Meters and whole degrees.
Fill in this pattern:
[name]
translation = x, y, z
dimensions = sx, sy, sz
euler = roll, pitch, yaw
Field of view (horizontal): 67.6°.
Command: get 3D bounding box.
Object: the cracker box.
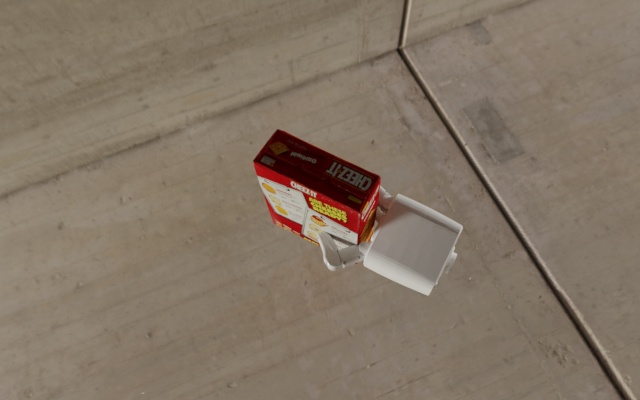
[cracker box]
translation = 0.000, 0.003, 0.720
dimensions = 0.164, 0.072, 0.214
euler = 26, -22, 14
